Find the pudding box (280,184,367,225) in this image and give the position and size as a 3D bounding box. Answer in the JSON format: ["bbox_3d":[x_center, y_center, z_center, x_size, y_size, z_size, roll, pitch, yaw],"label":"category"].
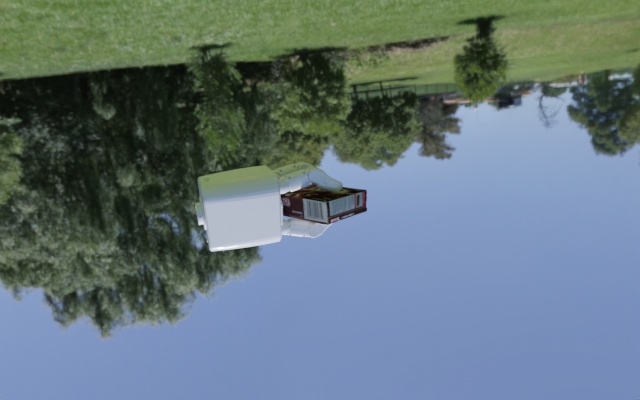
[{"bbox_3d":[0.000,0.003,0.724,0.113,0.039,0.090,12,21,43],"label":"pudding box"}]
